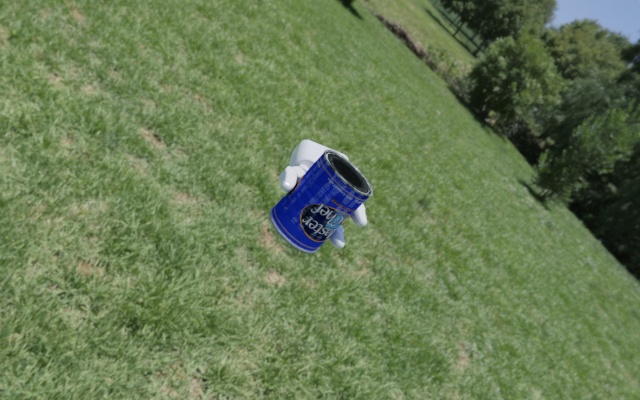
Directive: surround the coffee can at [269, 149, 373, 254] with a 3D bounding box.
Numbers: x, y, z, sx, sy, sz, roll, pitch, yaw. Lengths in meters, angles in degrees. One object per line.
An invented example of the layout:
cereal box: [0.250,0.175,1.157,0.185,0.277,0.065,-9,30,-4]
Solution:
coffee can: [0.000,0.003,0.772,0.140,0.102,0.103,-46,-20,21]
